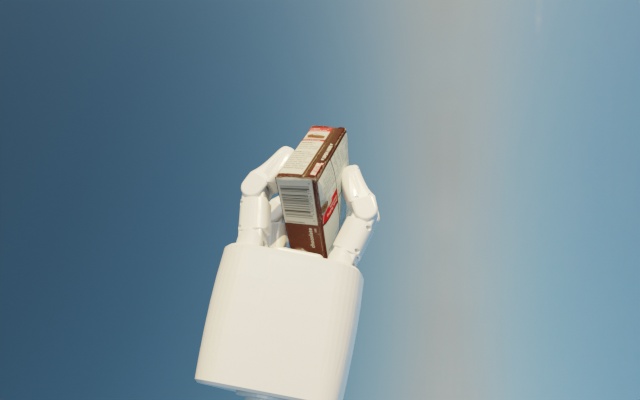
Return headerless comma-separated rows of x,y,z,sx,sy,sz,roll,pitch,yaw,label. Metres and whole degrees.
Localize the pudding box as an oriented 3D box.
0.000,0.001,0.438,0.039,0.114,0.090,7,38,17,pudding box
